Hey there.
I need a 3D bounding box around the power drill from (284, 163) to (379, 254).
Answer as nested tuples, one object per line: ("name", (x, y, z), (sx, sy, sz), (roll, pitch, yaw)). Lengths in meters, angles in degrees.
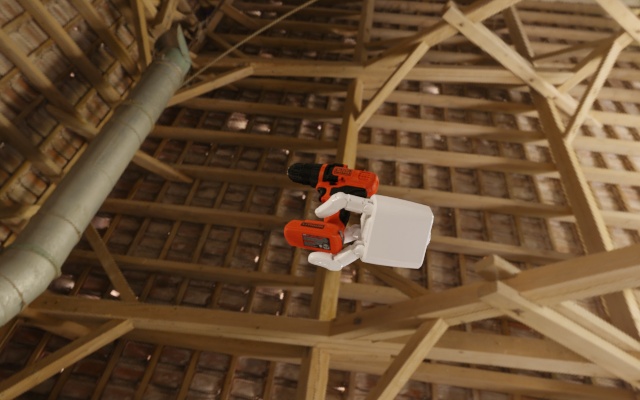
("power drill", (0.000, 0.003, 0.890), (0.184, 0.187, 0.057), (8, -41, 19))
